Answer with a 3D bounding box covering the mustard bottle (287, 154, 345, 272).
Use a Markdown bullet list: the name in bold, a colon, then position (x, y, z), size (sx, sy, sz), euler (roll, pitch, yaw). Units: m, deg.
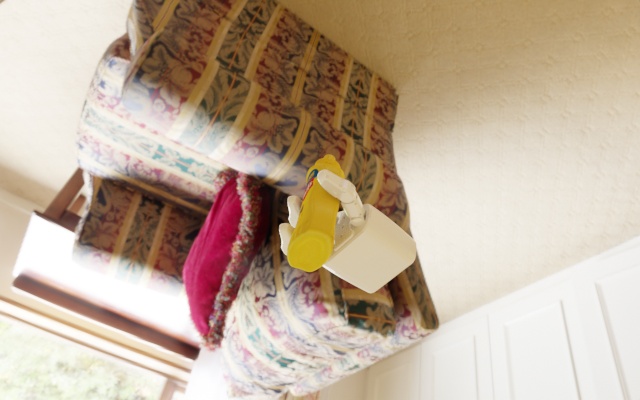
- **mustard bottle**: position (0.000, 0.002, 0.699), size (0.058, 0.191, 0.096), euler (18, -42, -5)
